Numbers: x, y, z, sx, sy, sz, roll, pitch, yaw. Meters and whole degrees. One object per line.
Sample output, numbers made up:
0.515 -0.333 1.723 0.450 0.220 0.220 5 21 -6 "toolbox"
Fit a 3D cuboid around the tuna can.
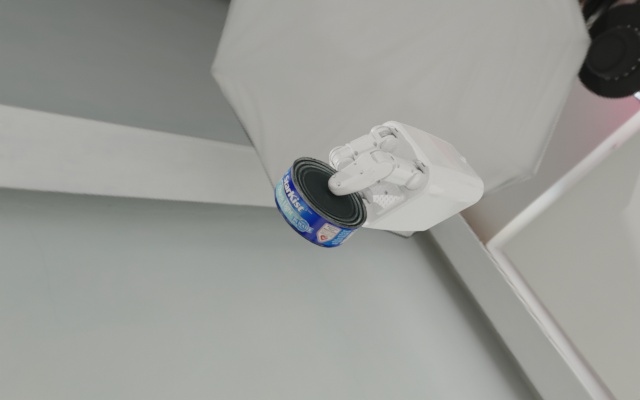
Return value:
0.000 0.002 0.445 0.086 0.086 0.034 0 -40 -50 "tuna can"
